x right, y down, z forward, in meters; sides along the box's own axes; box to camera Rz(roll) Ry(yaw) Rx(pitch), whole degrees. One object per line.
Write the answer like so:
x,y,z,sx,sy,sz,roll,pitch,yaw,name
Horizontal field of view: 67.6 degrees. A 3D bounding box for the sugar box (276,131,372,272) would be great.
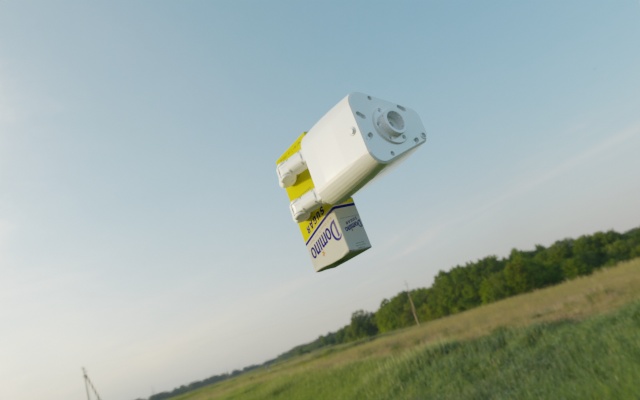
0.000,0.002,0.663,0.048,0.176,0.093,-8,-20,-35,sugar box
